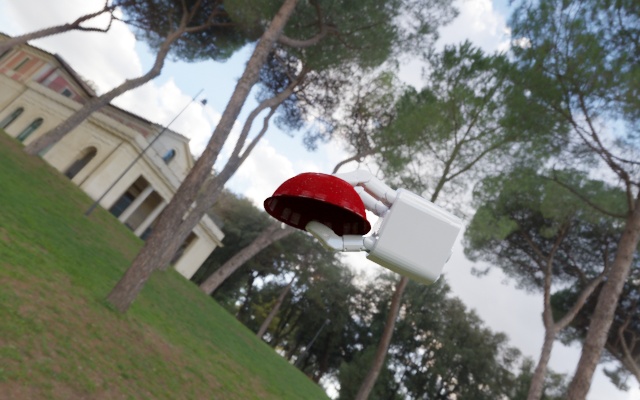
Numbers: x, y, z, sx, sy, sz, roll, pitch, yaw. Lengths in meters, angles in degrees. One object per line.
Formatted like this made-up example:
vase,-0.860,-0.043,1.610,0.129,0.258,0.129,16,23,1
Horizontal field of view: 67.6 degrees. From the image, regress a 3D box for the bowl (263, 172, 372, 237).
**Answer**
bowl,-0.001,0.001,0.696,0.162,0.055,0.162,12,-20,4
